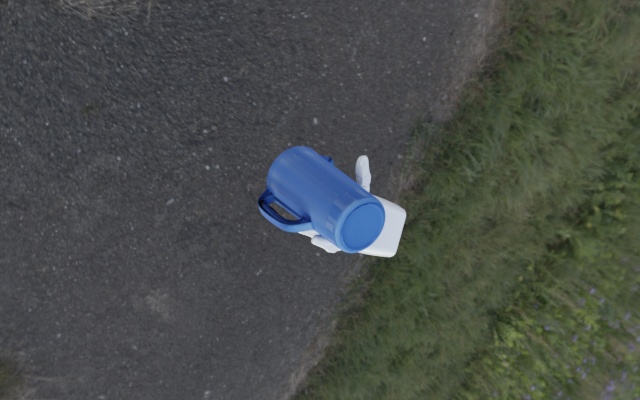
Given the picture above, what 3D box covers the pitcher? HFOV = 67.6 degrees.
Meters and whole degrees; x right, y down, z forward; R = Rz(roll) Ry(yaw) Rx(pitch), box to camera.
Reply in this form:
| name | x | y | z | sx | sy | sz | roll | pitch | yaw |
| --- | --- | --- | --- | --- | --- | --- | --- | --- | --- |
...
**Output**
| name | x | y | z | sx | sy | sz | roll | pitch | yaw |
| --- | --- | --- | --- | --- | --- | --- | --- | --- | --- |
| pitcher | 0.000 | 0.003 | 0.895 | 0.145 | 0.149 | 0.242 | 16 | 14 | -39 |
